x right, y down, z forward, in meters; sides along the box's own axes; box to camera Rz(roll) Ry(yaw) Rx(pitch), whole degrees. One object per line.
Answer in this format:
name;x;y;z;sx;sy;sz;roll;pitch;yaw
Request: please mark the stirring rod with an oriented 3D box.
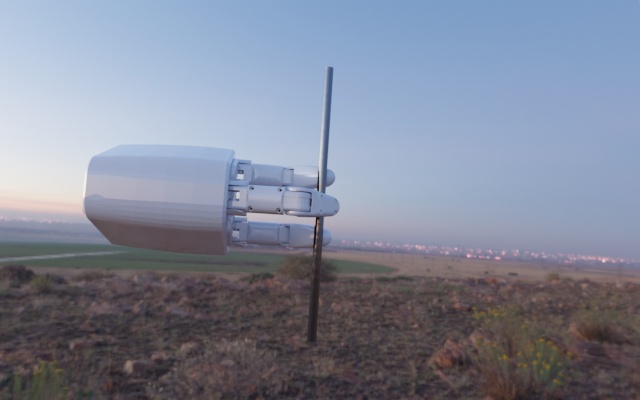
stirring rod;0.000;0.001;0.419;0.011;0.239;0.011;4;-4;0
